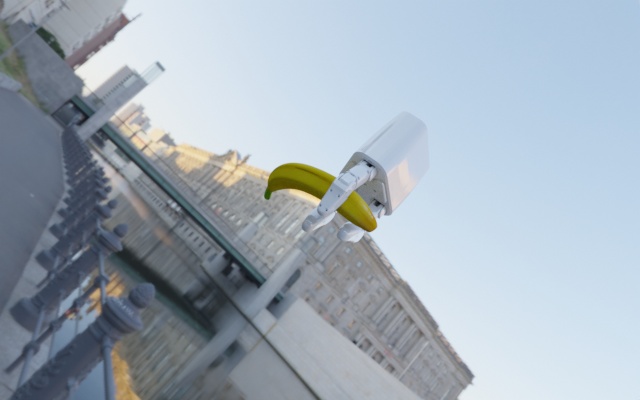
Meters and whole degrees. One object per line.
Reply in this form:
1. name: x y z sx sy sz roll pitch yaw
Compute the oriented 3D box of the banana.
1. banana: -0.006 -0.014 0.652 0.197 0.070 0.037 18 46 37
